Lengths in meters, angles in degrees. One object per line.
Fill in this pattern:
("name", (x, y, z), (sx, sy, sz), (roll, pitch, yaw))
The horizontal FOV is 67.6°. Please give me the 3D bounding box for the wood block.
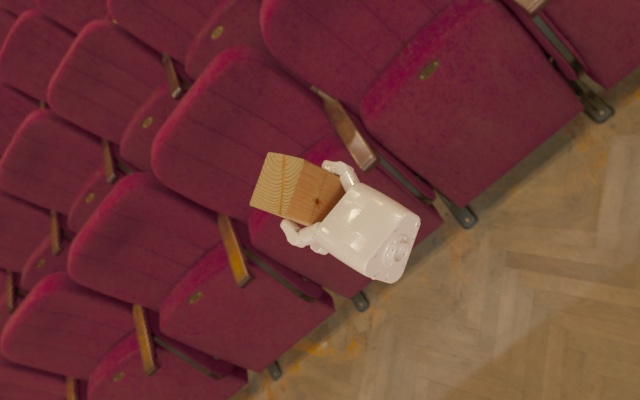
("wood block", (0.000, 0.002, 0.784), (0.090, 0.091, 0.206), (16, -6, 44))
